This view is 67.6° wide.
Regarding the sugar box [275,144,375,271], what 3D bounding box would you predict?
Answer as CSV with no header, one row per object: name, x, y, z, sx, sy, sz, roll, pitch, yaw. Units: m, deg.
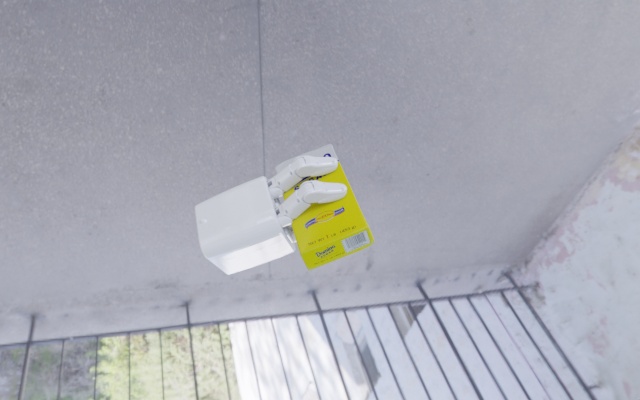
sugar box,0.000,0.002,0.651,0.093,0.176,0.048,-22,-42,0
